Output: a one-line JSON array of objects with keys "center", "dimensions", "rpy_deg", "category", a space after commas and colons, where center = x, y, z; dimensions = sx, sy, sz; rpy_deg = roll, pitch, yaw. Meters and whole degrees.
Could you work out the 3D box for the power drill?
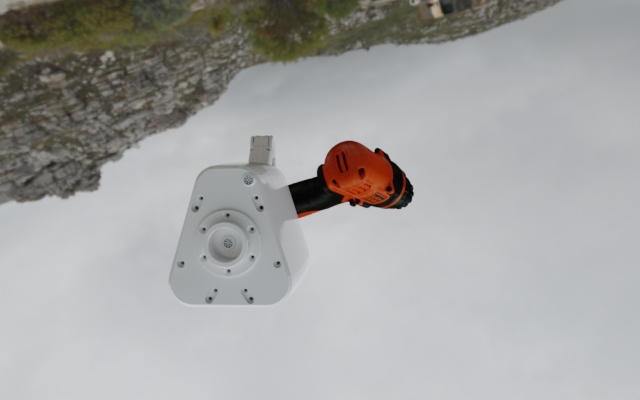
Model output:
[{"center": [0.000, 0.002, 0.522], "dimensions": [0.188, 0.057, 0.184], "rpy_deg": [-23, -19, 21], "category": "power drill"}]
